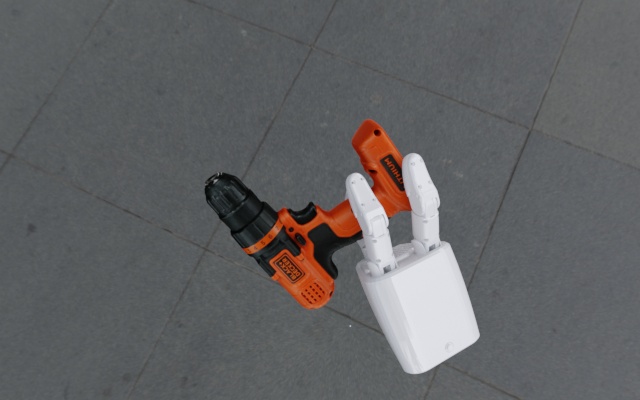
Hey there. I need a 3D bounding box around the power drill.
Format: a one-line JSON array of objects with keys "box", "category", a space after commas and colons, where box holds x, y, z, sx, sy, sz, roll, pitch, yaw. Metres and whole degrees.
[{"box": [0.001, 0.002, 0.498, 0.187, 0.184, 0.057, -38, 22, 5], "category": "power drill"}]
